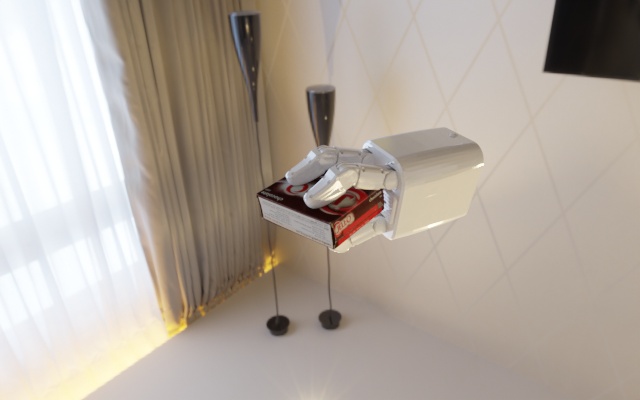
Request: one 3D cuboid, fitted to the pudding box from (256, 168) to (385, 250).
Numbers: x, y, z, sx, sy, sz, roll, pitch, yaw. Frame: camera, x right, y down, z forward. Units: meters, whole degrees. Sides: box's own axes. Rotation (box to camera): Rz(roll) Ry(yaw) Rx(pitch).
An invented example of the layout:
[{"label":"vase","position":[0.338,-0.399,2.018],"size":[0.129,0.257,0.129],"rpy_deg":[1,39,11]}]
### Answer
[{"label":"pudding box","position":[0.000,0.002,0.527],"size":[0.113,0.039,0.090],"rpy_deg":[17,37,38]}]
